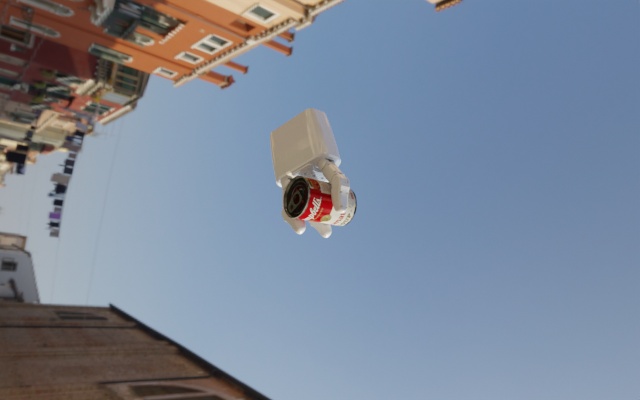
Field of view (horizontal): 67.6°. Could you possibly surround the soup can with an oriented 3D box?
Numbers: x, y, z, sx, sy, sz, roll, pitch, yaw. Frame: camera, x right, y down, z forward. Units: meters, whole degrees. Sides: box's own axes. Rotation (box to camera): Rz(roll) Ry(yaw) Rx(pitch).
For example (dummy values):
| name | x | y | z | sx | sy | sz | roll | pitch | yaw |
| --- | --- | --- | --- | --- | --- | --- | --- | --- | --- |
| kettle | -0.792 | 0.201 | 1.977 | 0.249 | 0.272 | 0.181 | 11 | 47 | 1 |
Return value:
| name | x | y | z | sx | sy | sz | roll | pitch | yaw |
| --- | --- | --- | --- | --- | --- | --- | --- | --- | --- |
| soup can | 0.001 | 0.003 | 0.776 | 0.102 | 0.068 | 0.068 | 12 | -7 | -37 |
